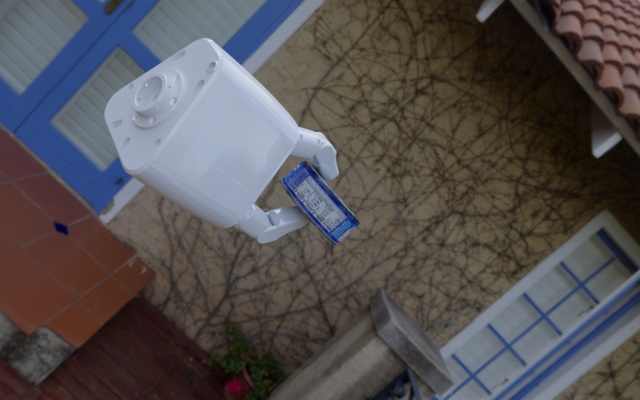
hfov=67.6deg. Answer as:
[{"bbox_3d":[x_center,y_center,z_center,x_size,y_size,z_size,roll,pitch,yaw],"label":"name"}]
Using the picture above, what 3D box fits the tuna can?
[{"bbox_3d":[0.001,0.001,0.474,0.034,0.086,0.086,-41,-3,3],"label":"tuna can"}]
